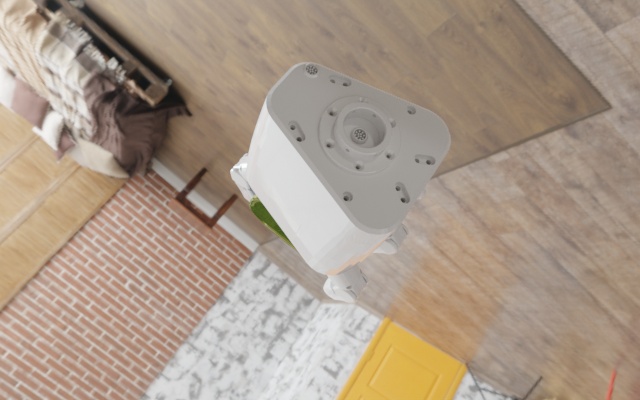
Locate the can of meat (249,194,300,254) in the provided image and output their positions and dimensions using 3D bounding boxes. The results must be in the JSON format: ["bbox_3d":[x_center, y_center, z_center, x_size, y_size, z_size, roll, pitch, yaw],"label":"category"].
[{"bbox_3d":[0.000,0.002,0.421,0.102,0.084,0.057,38,-23,-2],"label":"can of meat"}]
